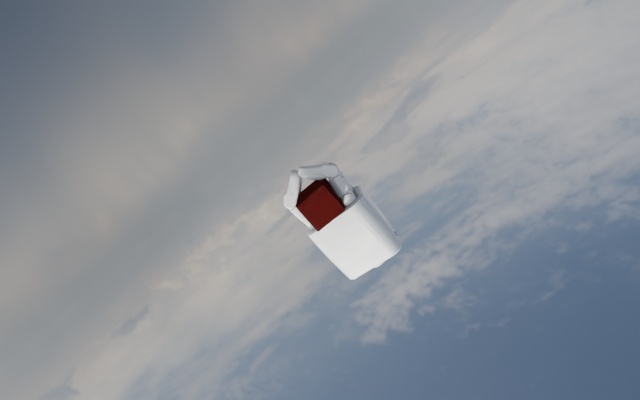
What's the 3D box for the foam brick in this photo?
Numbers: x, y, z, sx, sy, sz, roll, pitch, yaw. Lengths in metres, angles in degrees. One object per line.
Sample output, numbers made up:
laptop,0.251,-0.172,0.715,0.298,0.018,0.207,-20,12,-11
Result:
foam brick,0.000,0.002,0.709,0.053,0.051,0.078,-38,10,9
